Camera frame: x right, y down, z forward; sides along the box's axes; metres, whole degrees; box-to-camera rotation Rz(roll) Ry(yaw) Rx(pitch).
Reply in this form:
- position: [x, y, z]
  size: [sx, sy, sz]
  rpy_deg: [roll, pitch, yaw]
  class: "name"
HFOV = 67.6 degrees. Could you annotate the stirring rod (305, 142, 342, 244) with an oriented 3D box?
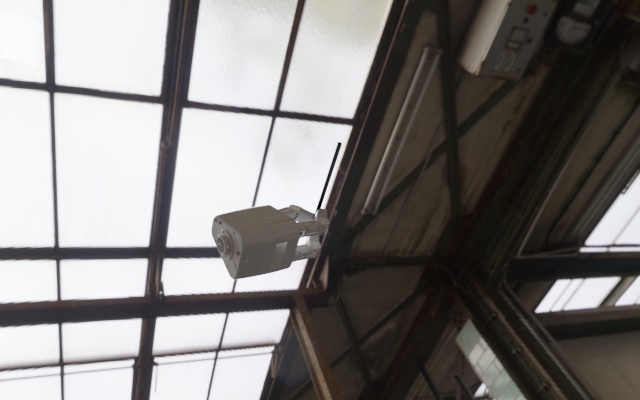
- position: [0.000, 0.003, 0.850]
  size: [0.011, 0.240, 0.011]
  rpy_deg: [13, 32, -8]
  class: "stirring rod"
